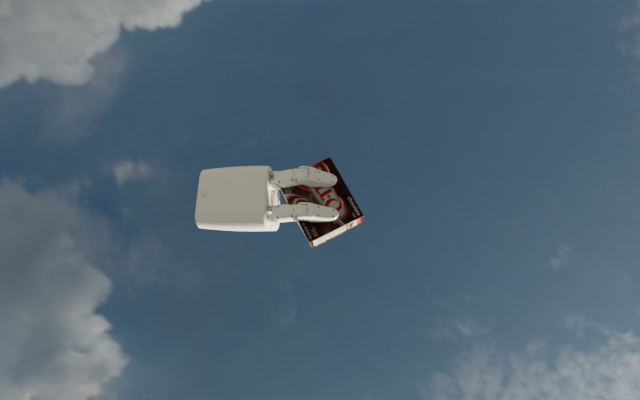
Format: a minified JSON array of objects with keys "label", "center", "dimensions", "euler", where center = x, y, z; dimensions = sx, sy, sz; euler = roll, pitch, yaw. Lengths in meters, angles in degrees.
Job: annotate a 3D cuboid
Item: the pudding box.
[{"label":"pudding box","center":[0.000,0.002,0.719],"dimensions":[0.090,0.113,0.039],"euler":[-26,-20,-6]}]
